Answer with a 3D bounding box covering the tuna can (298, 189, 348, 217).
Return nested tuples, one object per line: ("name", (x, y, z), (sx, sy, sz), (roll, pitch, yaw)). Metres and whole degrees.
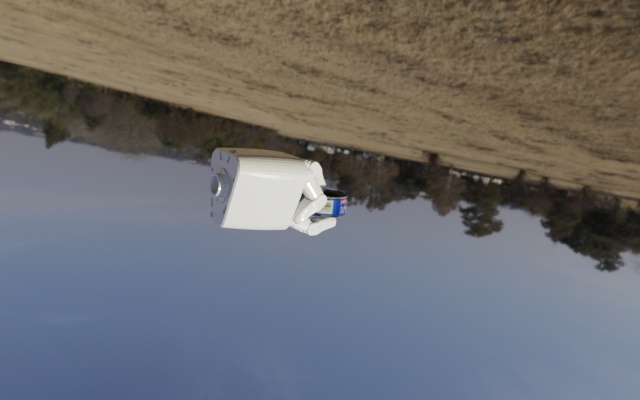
("tuna can", (0.000, 0.003, 0.779), (0.086, 0.034, 0.086), (6, 10, -1))
